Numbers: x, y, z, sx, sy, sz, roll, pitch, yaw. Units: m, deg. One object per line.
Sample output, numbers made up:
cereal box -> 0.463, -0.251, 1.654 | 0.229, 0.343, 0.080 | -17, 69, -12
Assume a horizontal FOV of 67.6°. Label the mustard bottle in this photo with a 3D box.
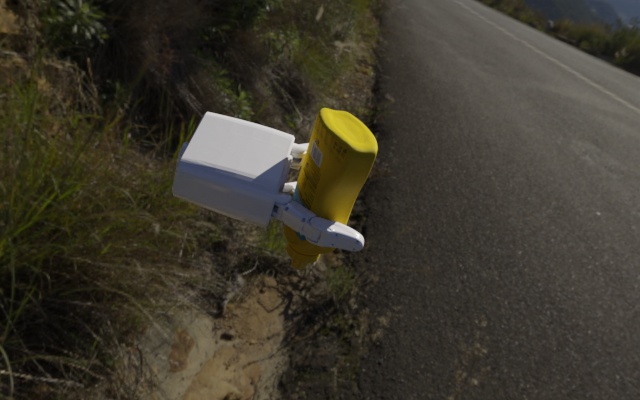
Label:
mustard bottle -> 0.000, 0.002, 0.536 | 0.058, 0.192, 0.096 | 4, 34, -26
